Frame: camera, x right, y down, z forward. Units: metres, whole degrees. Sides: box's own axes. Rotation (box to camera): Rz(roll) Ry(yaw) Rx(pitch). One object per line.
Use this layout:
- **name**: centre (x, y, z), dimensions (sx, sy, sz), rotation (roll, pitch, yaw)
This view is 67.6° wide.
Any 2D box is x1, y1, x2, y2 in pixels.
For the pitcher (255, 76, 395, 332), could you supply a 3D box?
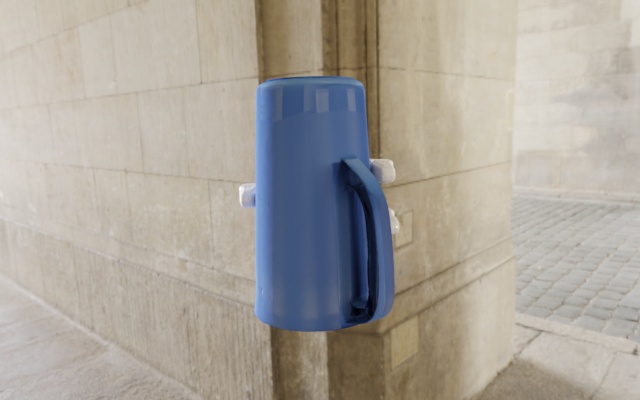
- **pitcher**: centre (0.000, 0.002, 0.485), dimensions (0.149, 0.243, 0.145), rotation (0, 10, 9)
